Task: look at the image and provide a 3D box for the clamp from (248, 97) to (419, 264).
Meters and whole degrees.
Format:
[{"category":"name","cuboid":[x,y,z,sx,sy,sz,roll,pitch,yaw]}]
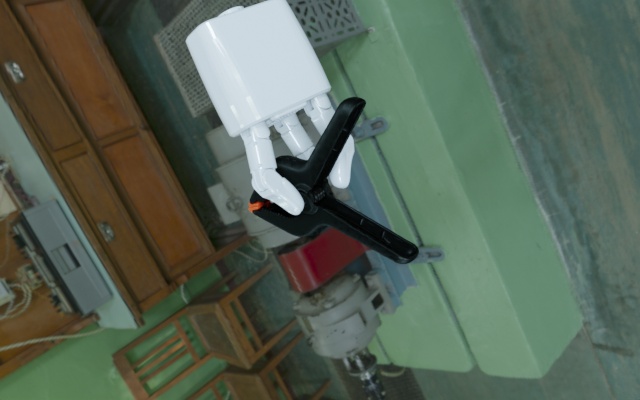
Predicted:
[{"category":"clamp","cuboid":[-0.001,0.002,0.501,0.210,0.164,0.036,-18,11,47]}]
